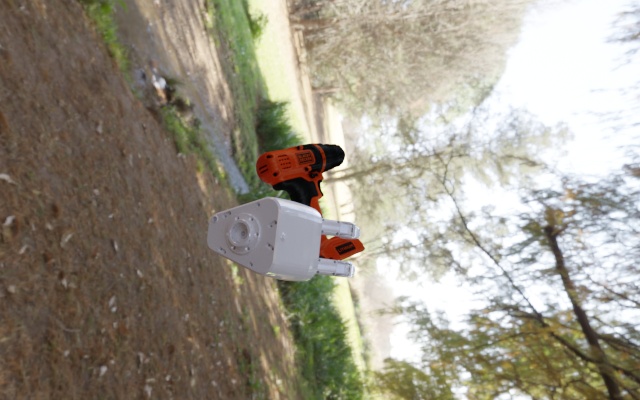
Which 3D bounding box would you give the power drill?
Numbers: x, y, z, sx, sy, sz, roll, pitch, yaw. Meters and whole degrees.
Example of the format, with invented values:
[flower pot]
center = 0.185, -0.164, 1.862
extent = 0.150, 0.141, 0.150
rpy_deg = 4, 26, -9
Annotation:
[power drill]
center = 0.000, 0.003, 0.730
extent = 0.057, 0.187, 0.184
rpy_deg = -26, -7, 42
